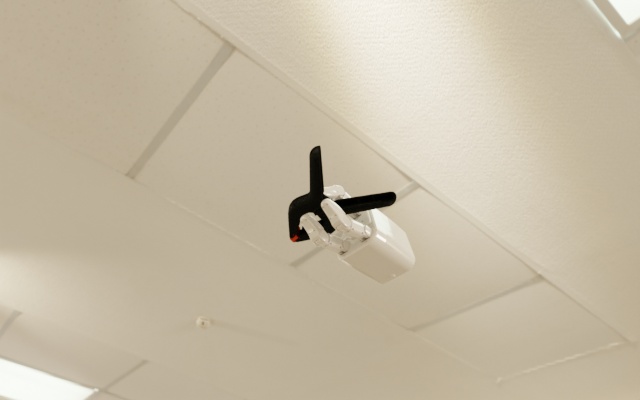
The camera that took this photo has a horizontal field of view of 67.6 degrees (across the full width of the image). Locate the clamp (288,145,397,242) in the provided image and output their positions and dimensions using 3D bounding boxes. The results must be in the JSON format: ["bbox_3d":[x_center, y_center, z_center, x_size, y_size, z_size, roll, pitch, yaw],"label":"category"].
[{"bbox_3d":[0.000,0.003,0.814,0.164,0.036,0.210,37,-51,-21],"label":"clamp"}]
